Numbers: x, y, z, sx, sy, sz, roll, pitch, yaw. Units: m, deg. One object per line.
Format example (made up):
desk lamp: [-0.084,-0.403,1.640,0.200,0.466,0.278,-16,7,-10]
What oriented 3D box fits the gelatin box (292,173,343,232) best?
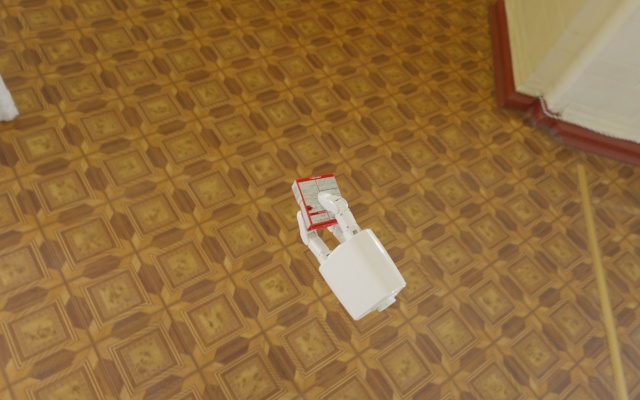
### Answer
gelatin box: [0.000,0.002,0.808,0.073,0.089,0.030,-12,-20,-24]
